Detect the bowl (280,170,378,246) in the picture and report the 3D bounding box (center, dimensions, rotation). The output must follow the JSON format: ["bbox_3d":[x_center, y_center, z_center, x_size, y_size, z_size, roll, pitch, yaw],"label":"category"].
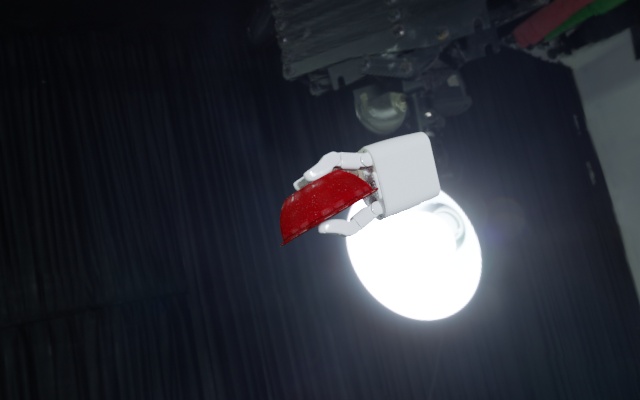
[{"bbox_3d":[-0.001,0.002,0.683,0.162,0.055,0.162,-31,-2,-1],"label":"bowl"}]
